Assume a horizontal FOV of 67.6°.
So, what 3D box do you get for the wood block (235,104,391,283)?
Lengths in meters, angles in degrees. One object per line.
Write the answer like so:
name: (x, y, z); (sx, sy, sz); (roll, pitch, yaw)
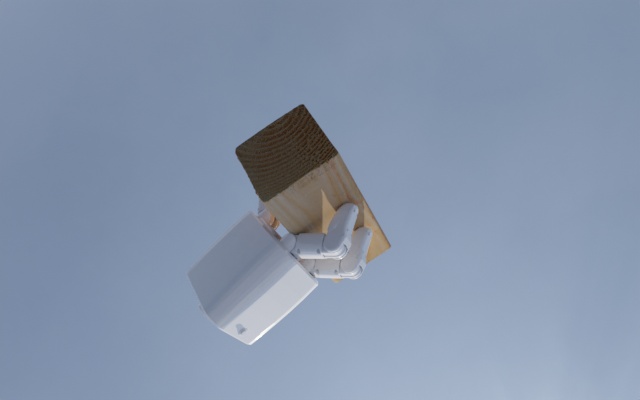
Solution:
wood block: (0.000, 0.002, 0.555); (0.090, 0.090, 0.206); (-34, -38, 1)
